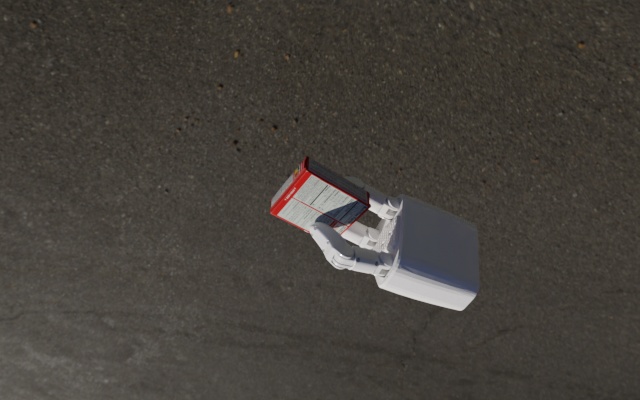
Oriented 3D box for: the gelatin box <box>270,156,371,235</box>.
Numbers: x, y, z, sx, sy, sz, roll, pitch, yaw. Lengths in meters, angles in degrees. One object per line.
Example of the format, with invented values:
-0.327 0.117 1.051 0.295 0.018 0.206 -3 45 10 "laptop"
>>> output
0.000 0.002 0.535 0.089 0.030 0.073 28 -56 -22 "gelatin box"
